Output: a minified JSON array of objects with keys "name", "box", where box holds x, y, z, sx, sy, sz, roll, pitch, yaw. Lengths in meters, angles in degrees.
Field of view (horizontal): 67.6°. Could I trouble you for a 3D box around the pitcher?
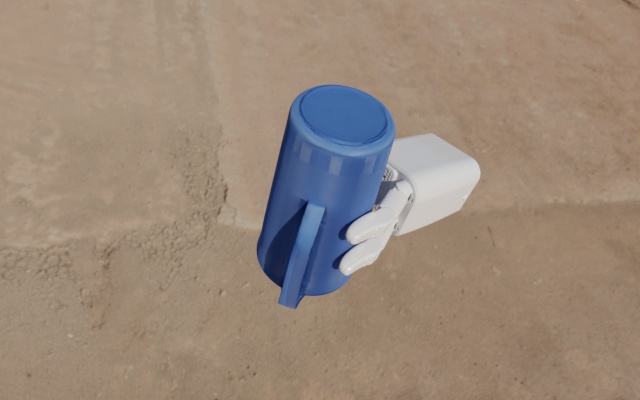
[{"name":"pitcher","box":[0.000,0.002,0.545,0.145,0.149,0.243,-16,-35,-26]}]
